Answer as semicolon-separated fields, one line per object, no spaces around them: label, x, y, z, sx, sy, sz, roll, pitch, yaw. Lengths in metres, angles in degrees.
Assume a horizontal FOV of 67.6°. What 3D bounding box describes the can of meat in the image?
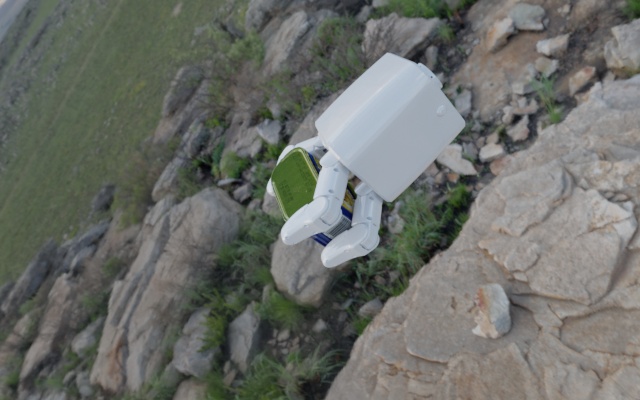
can of meat;0.000;0.001;0.497;0.084;0.057;0.102;37;17;-39
